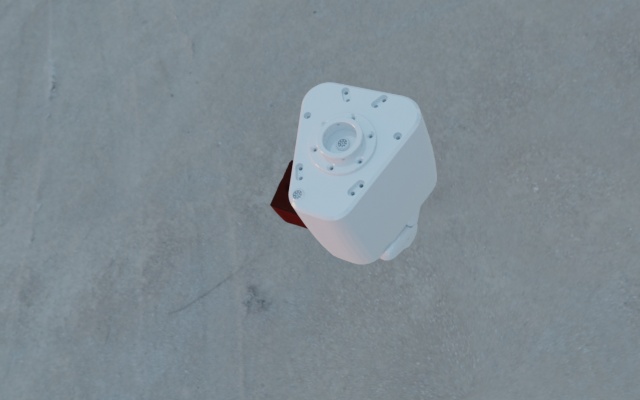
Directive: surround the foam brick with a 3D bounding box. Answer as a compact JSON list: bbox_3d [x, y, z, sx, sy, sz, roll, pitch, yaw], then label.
[{"bbox_3d":[0.000,0.002,0.470,0.078,0.053,0.051,17,-15,23],"label":"foam brick"}]
